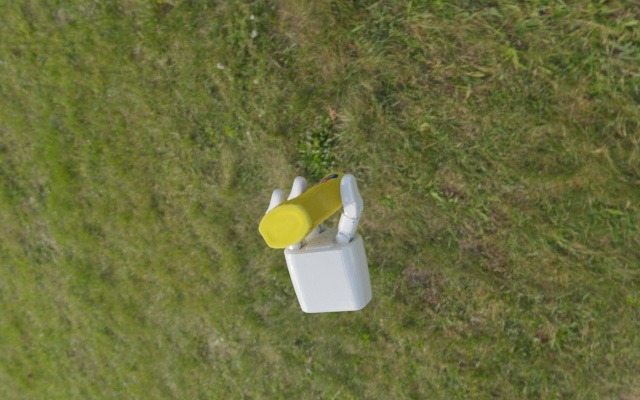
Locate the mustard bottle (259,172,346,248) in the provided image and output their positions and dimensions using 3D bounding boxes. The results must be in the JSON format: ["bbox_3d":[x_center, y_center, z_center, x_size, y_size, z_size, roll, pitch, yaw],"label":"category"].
[{"bbox_3d":[0.000,0.002,0.705,0.096,0.058,0.191,-33,1,40],"label":"mustard bottle"}]
